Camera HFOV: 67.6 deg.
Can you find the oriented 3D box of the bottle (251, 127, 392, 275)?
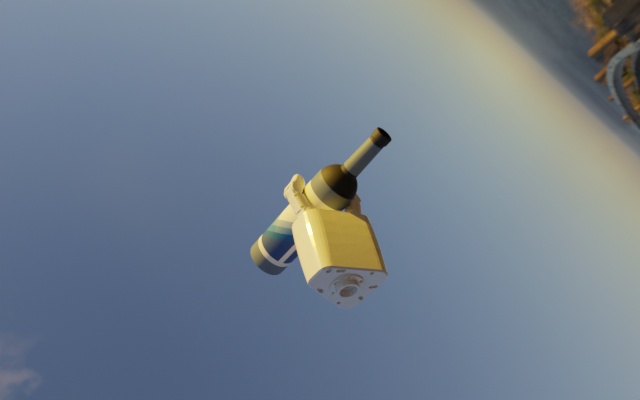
[{"bbox_3d":[0.000,0.003,0.735,0.296,0.069,0.069,-47,-26,27],"label":"bottle"}]
